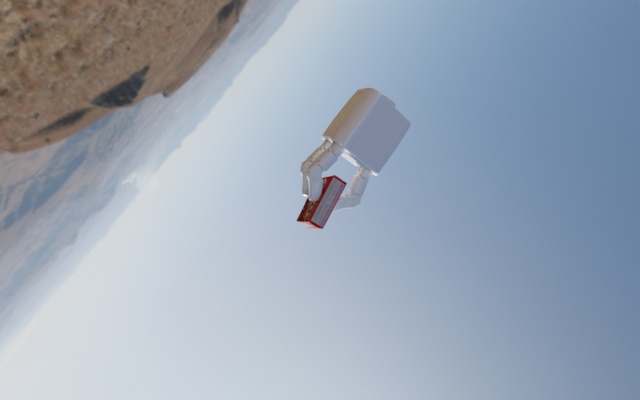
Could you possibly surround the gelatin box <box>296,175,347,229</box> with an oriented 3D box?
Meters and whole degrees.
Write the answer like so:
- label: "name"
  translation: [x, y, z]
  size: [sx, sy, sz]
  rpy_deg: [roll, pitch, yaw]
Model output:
- label: "gelatin box"
  translation: [0.000, 0.003, 0.800]
  size: [0.030, 0.089, 0.073]
  rpy_deg: [31, -11, -17]
